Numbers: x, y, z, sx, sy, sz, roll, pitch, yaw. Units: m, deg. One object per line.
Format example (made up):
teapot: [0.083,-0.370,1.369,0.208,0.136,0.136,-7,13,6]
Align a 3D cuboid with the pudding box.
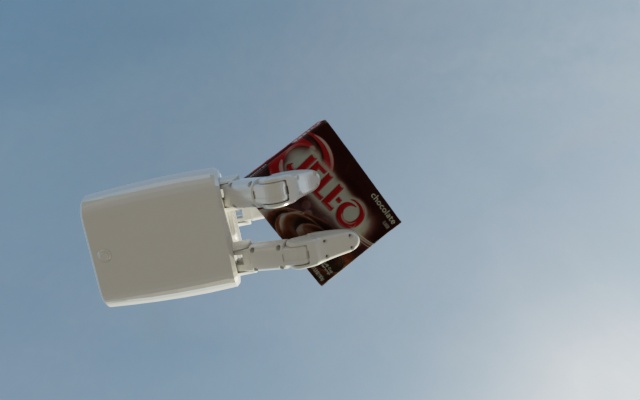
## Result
pudding box: [0.000,0.001,0.414,0.090,0.113,0.039,-38,13,-2]
